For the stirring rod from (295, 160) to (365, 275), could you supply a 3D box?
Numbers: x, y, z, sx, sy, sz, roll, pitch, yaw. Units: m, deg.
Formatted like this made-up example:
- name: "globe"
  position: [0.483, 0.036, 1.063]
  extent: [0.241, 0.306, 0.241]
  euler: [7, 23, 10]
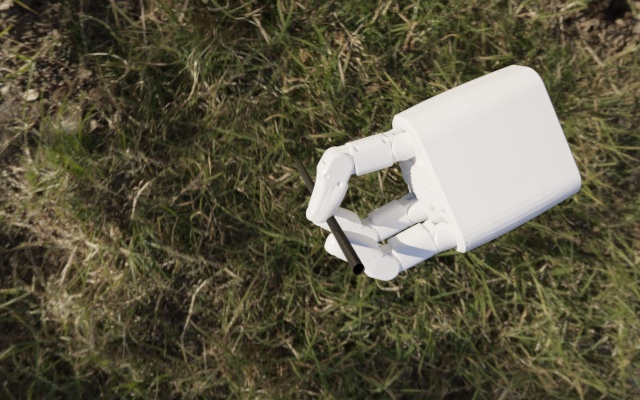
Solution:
- name: "stirring rod"
  position: [0.000, 0.001, 0.407]
  extent: [0.011, 0.011, 0.239]
  euler: [0, 20, -12]
